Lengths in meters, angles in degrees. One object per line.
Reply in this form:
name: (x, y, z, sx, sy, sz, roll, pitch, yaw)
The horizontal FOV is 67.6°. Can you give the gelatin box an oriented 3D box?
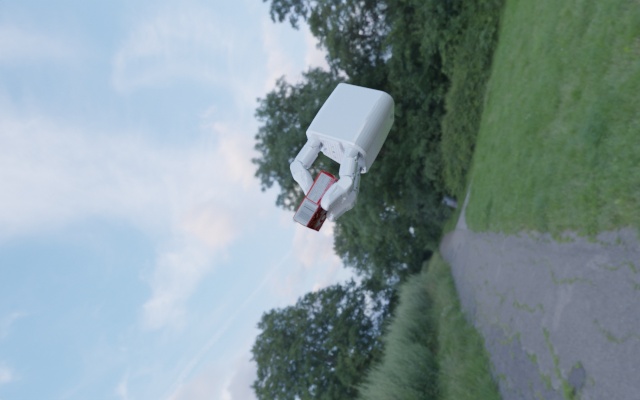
gelatin box: (0.000, 0.003, 0.748, 0.030, 0.089, 0.073, 31, -1, 17)
